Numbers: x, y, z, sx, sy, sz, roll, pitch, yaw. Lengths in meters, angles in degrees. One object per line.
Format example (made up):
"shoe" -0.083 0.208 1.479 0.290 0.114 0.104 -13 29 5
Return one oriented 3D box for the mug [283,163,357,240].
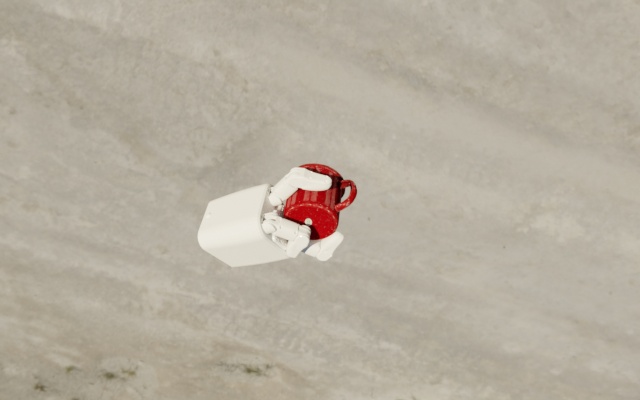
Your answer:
"mug" 0.001 0.002 0.712 0.117 0.081 0.093 -14 -49 21
